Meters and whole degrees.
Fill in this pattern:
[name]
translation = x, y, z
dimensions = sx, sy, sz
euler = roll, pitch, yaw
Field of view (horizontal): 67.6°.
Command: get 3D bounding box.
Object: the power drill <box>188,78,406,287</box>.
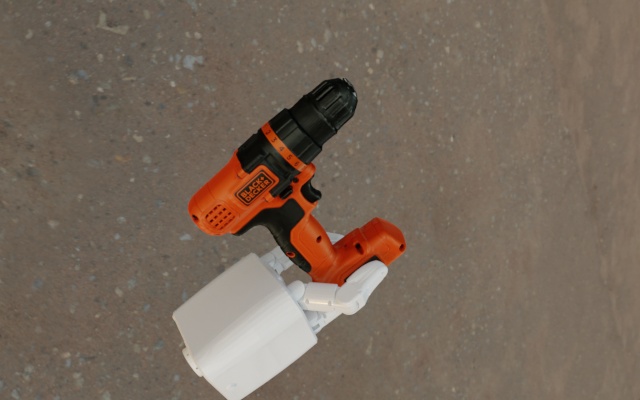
[power drill]
translation = 0.000, 0.002, 0.456
dimensions = 0.188, 0.184, 0.057
euler = 45, 12, -28
